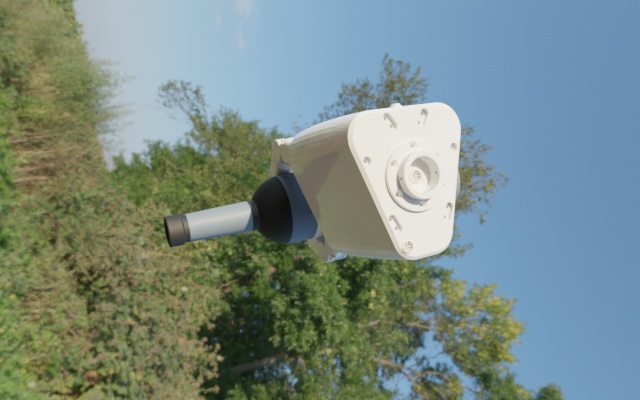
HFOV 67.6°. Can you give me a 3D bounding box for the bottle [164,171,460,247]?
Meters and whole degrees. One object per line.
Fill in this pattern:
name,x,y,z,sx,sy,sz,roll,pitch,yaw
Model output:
bottle,0.000,0.002,0.470,0.295,0.069,0.069,-11,4,-24
